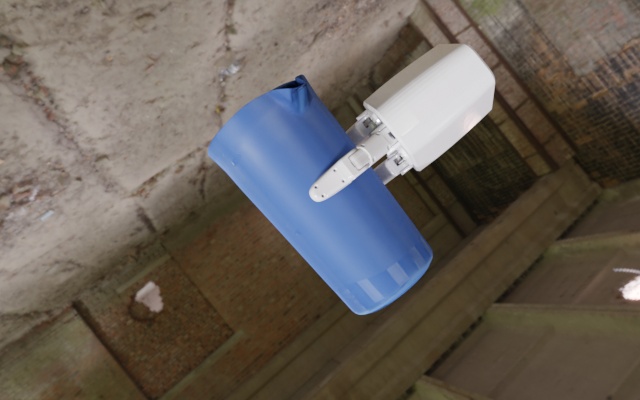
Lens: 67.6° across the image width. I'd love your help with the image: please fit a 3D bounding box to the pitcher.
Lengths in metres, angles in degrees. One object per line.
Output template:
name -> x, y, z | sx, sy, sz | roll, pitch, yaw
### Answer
pitcher -> 0.000, 0.002, 0.520 | 0.145, 0.243, 0.149 | -39, -1, 7
